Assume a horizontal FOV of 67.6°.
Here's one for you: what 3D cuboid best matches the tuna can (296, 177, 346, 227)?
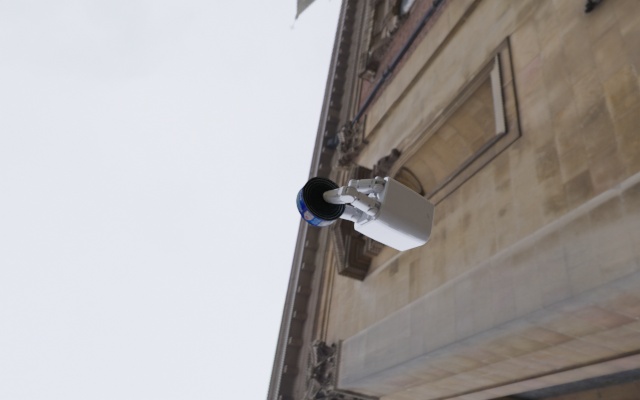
[{"bbox_3d":[0.000,0.003,0.850,0.086,0.086,0.034,0,-25,-30],"label":"tuna can"}]
